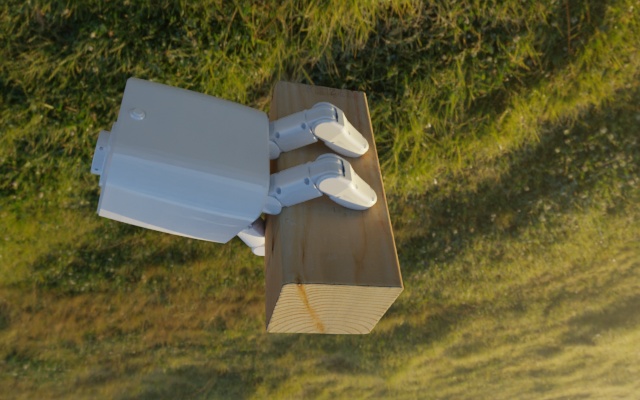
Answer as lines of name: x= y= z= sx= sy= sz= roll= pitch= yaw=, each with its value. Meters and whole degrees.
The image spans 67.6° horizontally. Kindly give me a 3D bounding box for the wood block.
wood block: x=0.000 y=0.002 z=0.421 sx=0.090 sy=0.206 sz=0.091 roll=4 pitch=-37 yaw=-13
